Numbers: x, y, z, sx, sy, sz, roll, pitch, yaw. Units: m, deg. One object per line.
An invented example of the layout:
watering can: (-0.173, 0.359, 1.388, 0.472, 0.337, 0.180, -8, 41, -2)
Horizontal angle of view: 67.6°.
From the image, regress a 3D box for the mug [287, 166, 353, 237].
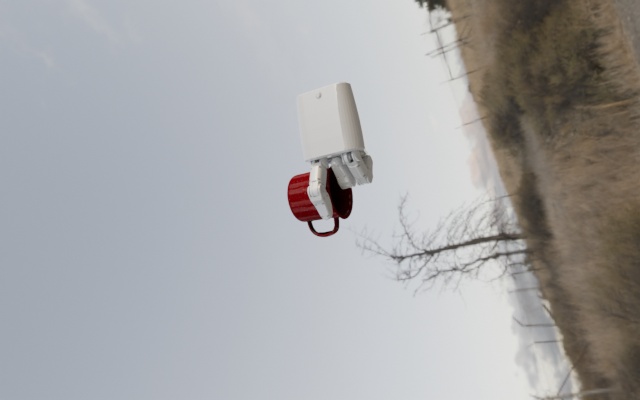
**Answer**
mug: (0.000, 0.004, 0.791, 0.081, 0.117, 0.093, -10, -4, 26)
